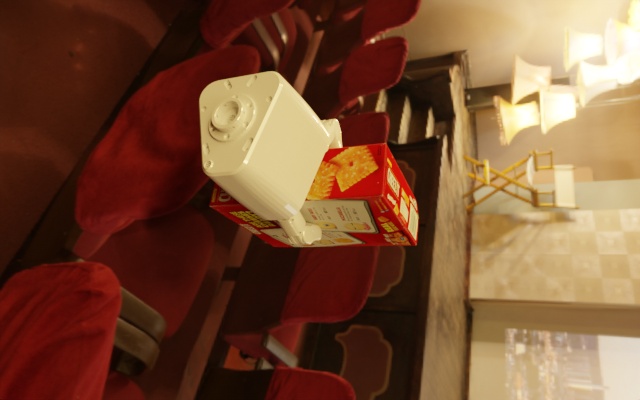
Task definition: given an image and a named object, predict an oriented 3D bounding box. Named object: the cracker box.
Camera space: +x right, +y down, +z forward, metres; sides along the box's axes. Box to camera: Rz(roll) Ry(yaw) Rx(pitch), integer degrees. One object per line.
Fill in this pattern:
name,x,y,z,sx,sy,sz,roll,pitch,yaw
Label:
cracker box,0.000,0.002,0.596,0.214,0.072,0.164,-3,-24,24
